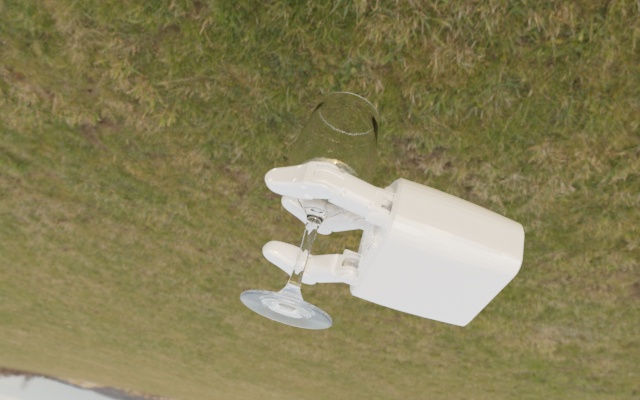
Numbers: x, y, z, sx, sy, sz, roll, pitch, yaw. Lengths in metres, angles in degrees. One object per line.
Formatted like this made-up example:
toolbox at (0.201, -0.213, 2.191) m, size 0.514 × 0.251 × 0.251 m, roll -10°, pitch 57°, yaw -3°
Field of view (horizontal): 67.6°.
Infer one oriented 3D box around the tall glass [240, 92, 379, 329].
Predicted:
tall glass at (0.000, 0.002, 0.411) m, size 0.079 × 0.201 × 0.079 m, roll 13°, pitch -28°, yaw 7°
